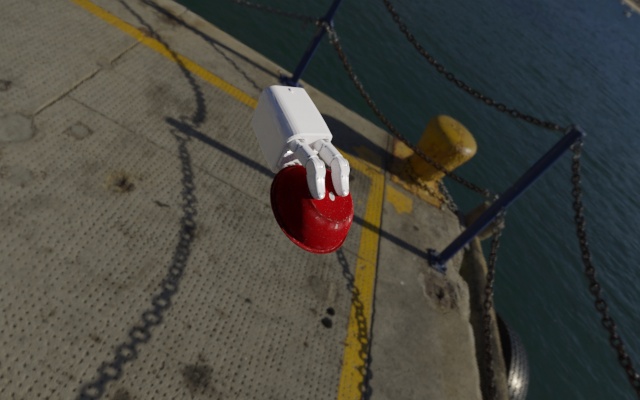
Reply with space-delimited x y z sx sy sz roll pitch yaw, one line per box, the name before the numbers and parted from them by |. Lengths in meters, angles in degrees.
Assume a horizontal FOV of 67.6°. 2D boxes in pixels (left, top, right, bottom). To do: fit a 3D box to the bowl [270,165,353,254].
bowl | 0.001 0.004 0.772 0.162 0.162 0.055 0 -24 -42
